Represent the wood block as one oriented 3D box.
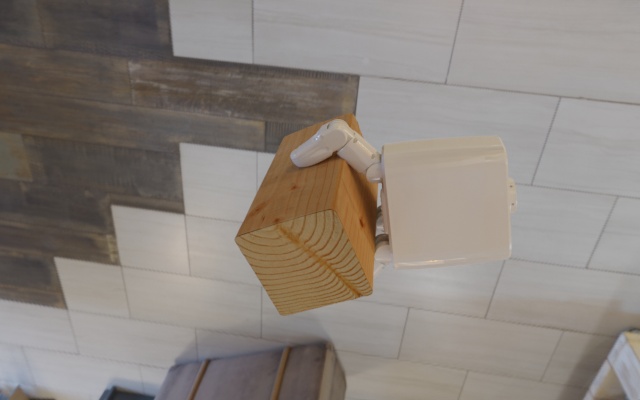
[{"bbox_3d":[0.000,0.001,0.474,0.090,0.091,0.206,-17,26,17],"label":"wood block"}]
